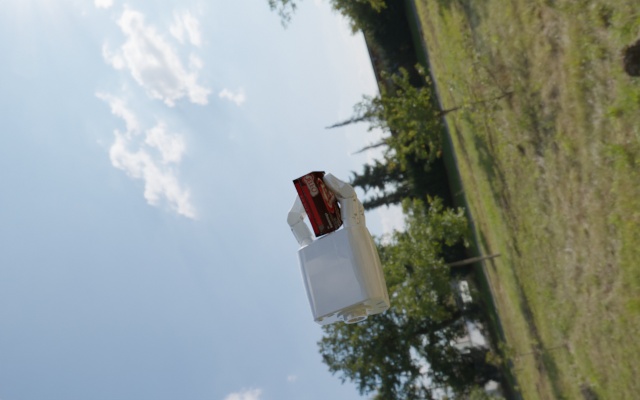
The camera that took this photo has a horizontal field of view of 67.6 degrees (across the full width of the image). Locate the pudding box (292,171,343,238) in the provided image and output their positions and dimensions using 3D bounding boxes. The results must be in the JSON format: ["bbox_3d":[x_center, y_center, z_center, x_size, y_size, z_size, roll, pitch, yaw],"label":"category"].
[{"bbox_3d":[0.000,0.002,0.715,0.039,0.090,0.113,-22,1,8],"label":"pudding box"}]
